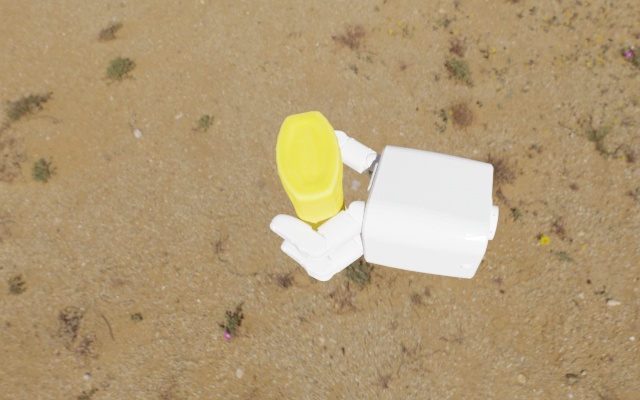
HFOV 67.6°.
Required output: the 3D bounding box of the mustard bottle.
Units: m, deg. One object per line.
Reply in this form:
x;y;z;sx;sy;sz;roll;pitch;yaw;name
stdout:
0.000;0.002;0.497;0.058;0.096;0.192;-11;-29;2;mustard bottle
